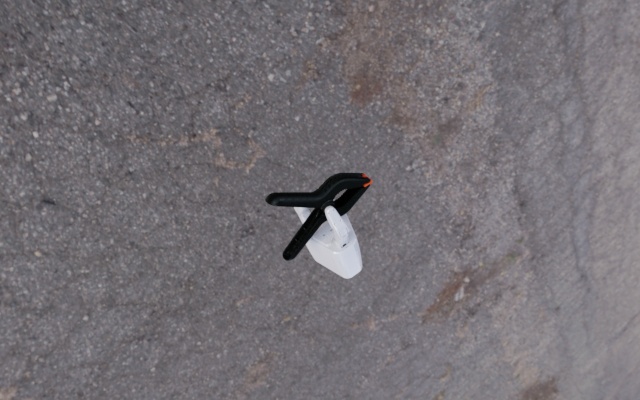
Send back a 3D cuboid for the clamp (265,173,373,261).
[{"bbox_3d":[0.001,0.003,0.846,0.210,0.165,0.036,-35,51,-13],"label":"clamp"}]
